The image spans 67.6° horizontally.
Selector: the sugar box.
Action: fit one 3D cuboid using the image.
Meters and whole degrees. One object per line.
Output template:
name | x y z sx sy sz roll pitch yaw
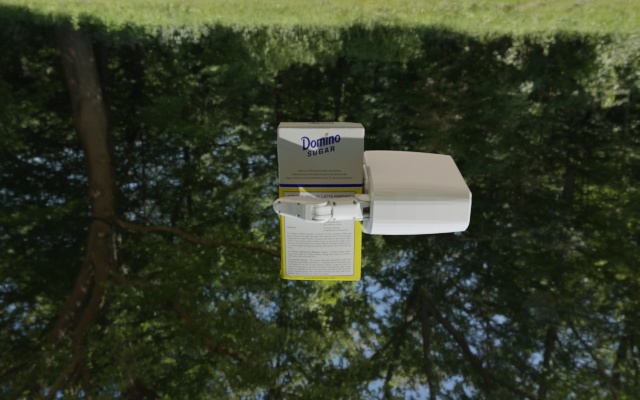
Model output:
sugar box | 0.000 0.002 0.537 0.093 0.176 0.048 1 15 0
